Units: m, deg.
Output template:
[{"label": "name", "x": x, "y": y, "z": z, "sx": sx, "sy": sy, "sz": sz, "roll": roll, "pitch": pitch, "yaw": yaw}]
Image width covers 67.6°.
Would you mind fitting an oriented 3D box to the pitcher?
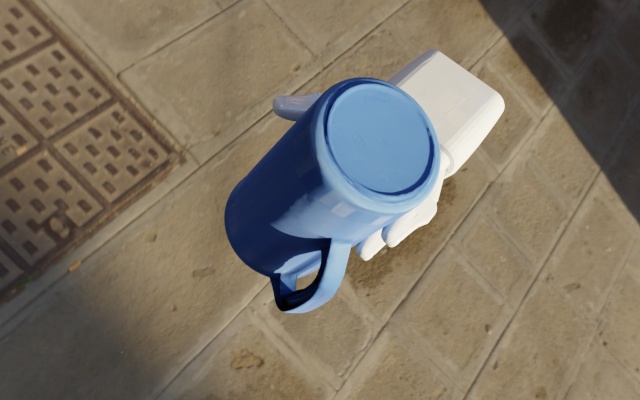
[{"label": "pitcher", "x": 0.000, "y": 0.001, "z": 0.442, "sx": 0.145, "sy": 0.149, "sz": 0.243, "roll": -41, "pitch": 2, "yaw": -28}]
